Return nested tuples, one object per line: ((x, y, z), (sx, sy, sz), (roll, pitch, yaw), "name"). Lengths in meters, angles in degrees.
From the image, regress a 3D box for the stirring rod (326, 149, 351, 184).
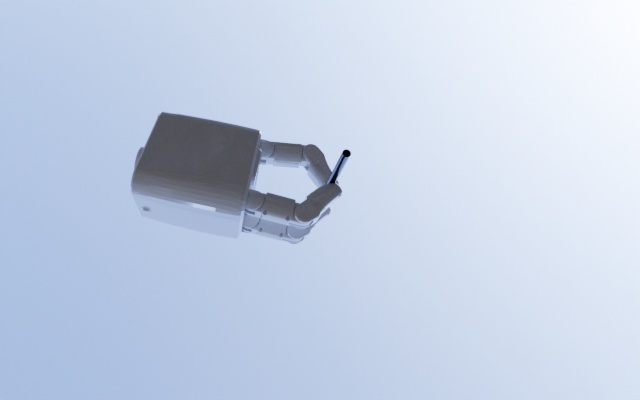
((0.000, 0.002, 0.532), (0.011, 0.011, 0.240), (0, -21, -12), "stirring rod")
